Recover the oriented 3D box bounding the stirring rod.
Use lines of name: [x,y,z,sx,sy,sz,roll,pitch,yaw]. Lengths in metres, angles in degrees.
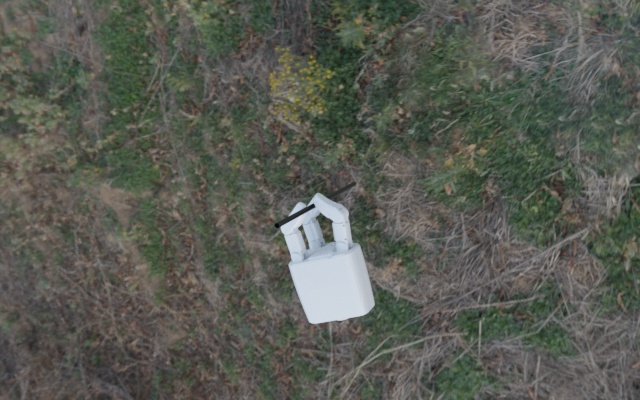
stirring rod: [0.000,0.003,0.765,0.011,0.011,0.239,0,16,32]
